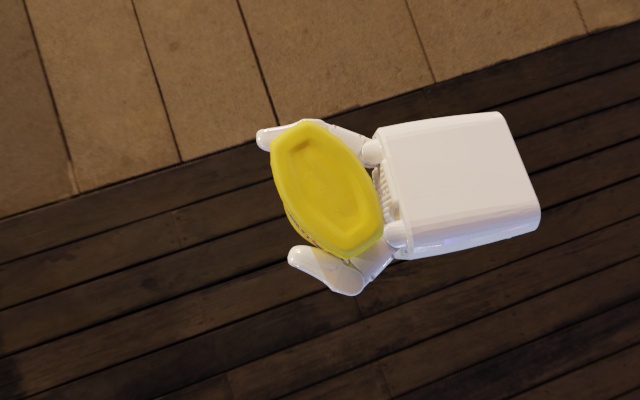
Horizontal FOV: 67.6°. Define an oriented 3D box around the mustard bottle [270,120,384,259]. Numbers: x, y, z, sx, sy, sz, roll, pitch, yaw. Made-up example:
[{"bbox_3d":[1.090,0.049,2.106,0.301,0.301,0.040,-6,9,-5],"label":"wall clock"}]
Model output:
[{"bbox_3d":[0.000,0.001,0.402,0.058,0.096,0.191,-35,-3,-6],"label":"mustard bottle"}]
